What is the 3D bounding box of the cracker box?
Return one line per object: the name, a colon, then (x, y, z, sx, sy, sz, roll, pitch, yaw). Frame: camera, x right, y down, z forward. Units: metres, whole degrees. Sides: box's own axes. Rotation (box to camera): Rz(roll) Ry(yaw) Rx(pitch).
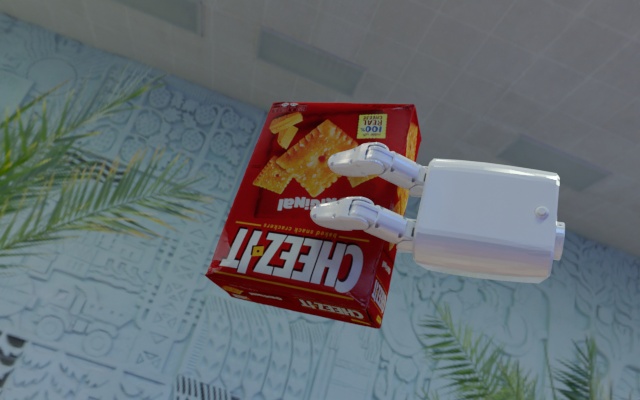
cracker box: (0.000, 0.002, 0.483, 0.164, 0.213, 0.072, 7, -27, 22)
